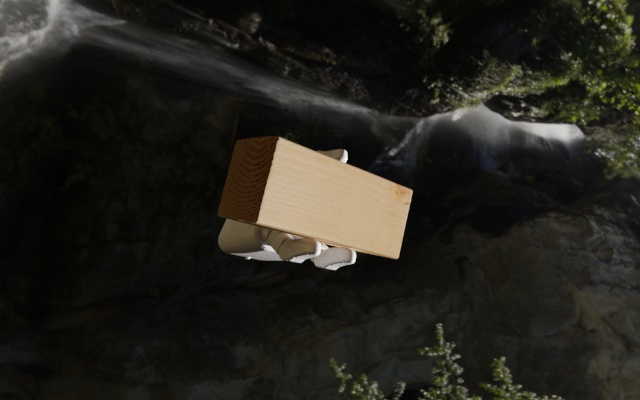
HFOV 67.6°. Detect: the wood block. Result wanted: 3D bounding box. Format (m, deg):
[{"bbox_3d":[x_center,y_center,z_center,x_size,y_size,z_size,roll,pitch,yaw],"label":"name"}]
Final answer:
[{"bbox_3d":[0.000,0.002,0.558,0.206,0.091,0.090,17,-8,-37],"label":"wood block"}]
